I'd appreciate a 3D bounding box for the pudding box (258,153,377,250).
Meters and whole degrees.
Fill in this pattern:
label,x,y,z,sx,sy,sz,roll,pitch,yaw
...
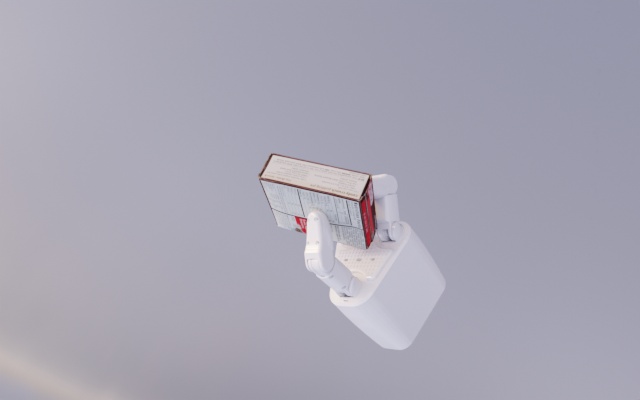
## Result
label,x,y,z,sx,sy,sz,roll,pitch,yaw
pudding box,0.000,0.002,0.496,0.113,0.039,0.090,12,-34,19
